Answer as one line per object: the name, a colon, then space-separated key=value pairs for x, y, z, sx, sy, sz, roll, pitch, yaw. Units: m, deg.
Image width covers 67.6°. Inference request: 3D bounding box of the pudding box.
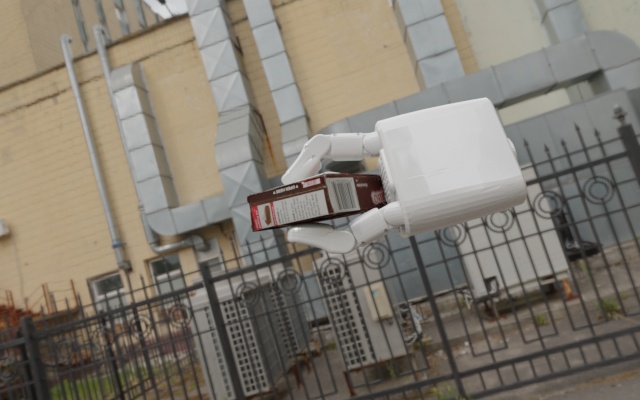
pudding box: x=0.000 y=0.001 z=0.458 sx=0.090 sy=0.039 sz=0.113 roll=-15 pitch=-7 yaw=31
